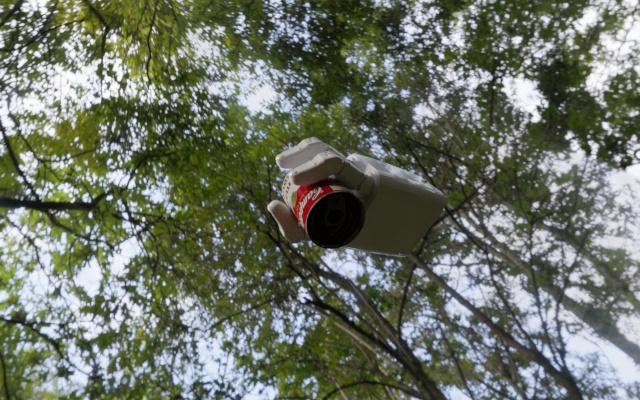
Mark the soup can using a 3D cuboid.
[{"bbox_3d":[0.000,0.002,0.550,0.068,0.068,0.102,0,23,-21],"label":"soup can"}]
